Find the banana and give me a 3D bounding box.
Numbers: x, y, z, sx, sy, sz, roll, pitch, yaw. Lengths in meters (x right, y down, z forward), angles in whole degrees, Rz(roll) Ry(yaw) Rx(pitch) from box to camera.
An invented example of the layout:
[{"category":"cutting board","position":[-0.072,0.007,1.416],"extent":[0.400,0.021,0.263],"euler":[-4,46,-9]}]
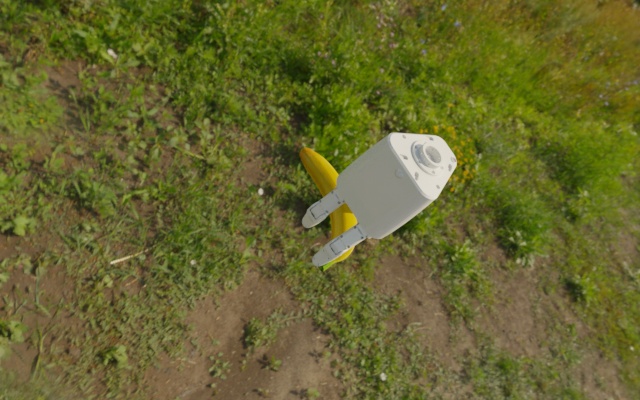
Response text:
[{"category":"banana","position":[0.016,0.007,0.710],"extent":[0.069,0.197,0.037],"euler":[5,-29,-32]}]
